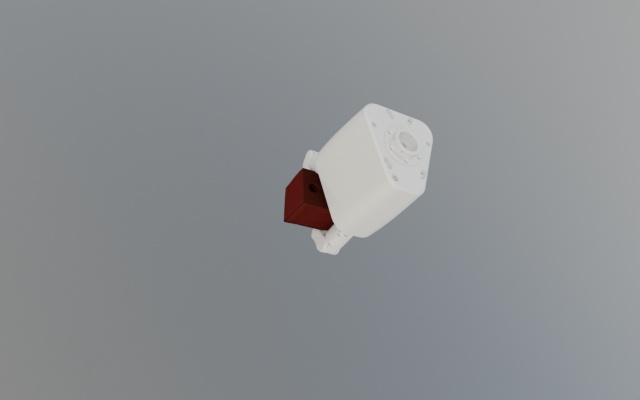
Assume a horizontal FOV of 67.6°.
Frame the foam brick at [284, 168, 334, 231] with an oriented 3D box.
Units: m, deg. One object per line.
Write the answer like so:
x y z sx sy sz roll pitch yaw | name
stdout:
0.000 0.002 0.594 0.078 0.053 0.051 15 -36 -24 | foam brick
